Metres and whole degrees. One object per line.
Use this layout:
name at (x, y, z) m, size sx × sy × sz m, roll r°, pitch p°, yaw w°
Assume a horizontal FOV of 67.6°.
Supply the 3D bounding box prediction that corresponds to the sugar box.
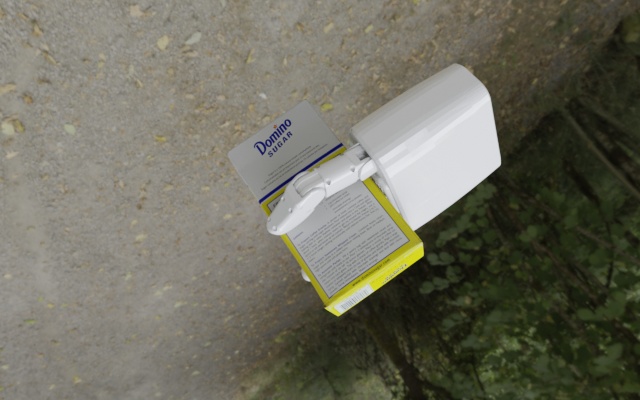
sugar box at (0.000, 0.002, 0.422) m, size 0.093 × 0.176 × 0.048 m, roll -34°, pitch -27°, yaw -2°
